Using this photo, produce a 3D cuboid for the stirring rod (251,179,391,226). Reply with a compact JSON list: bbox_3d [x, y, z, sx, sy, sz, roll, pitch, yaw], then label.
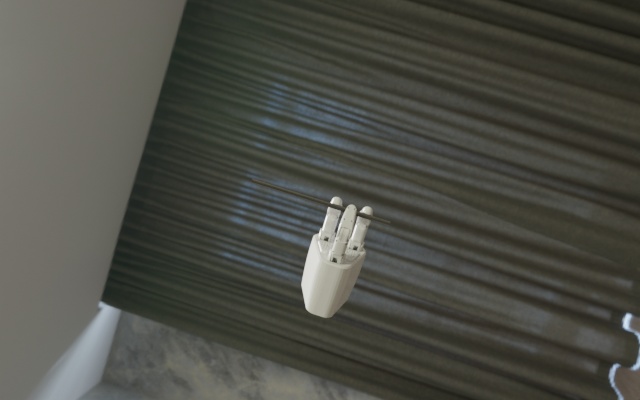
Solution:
[{"bbox_3d":[0.000,0.003,0.796,0.239,0.011,0.011,17,1,3],"label":"stirring rod"}]
